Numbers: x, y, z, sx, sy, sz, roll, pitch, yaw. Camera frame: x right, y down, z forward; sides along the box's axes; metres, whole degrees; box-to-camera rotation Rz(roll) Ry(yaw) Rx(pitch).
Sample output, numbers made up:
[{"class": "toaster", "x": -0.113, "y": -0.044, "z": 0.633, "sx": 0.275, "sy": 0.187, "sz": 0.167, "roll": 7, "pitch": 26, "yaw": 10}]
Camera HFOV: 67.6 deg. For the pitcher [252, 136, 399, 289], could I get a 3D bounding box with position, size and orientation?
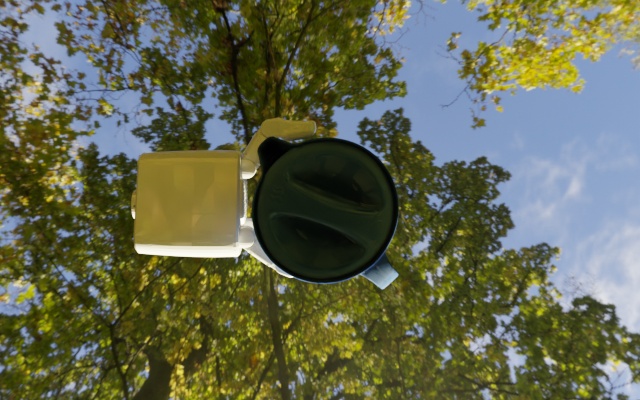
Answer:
[{"class": "pitcher", "x": 0.000, "y": 0.002, "z": 0.540, "sx": 0.145, "sy": 0.149, "sz": 0.243, "roll": 1, "pitch": 9, "yaw": -6}]
